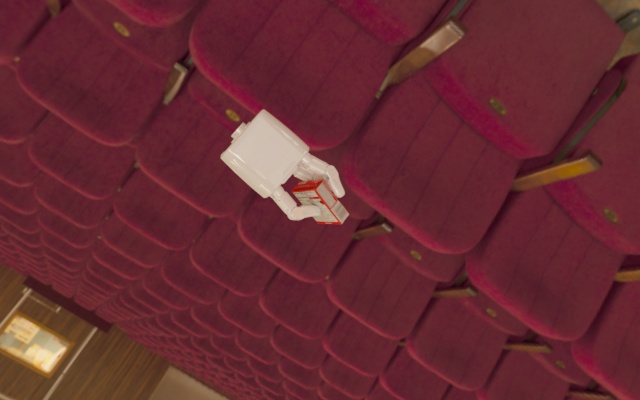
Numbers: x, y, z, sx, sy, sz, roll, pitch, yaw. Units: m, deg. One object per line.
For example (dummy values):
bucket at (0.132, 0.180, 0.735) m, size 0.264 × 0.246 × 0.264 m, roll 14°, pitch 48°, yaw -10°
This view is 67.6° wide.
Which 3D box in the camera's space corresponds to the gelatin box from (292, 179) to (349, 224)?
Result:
gelatin box at (0.000, 0.003, 0.865) m, size 0.073 × 0.089 × 0.030 m, roll -3°, pitch 41°, yaw 54°
